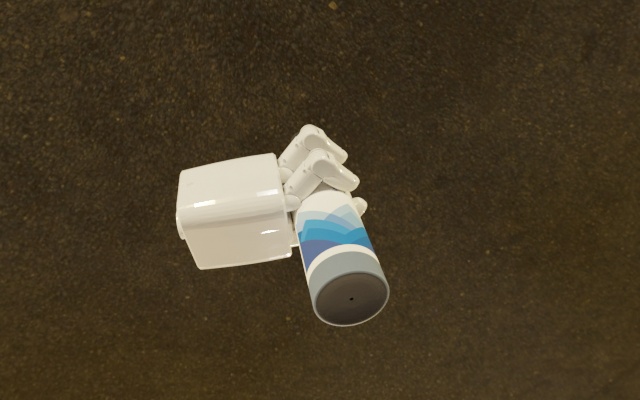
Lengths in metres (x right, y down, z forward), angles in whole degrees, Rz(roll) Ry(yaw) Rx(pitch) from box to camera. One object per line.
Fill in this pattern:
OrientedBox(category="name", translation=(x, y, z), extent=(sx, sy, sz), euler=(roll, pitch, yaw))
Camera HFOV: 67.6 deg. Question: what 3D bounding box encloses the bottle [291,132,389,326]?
OrientedBox(category="bottle", translation=(0.000, 0.002, 0.521), extent=(0.069, 0.069, 0.295), euler=(0, 34, -13))
